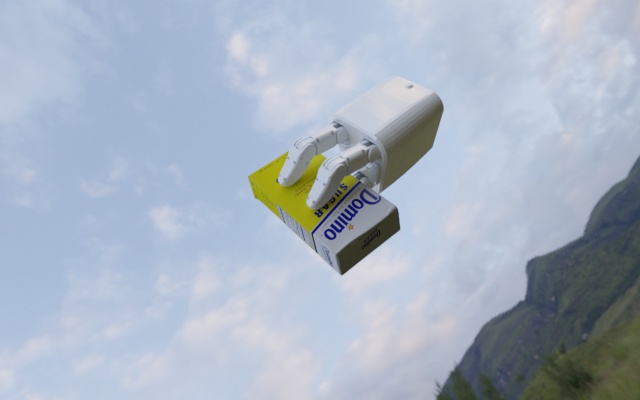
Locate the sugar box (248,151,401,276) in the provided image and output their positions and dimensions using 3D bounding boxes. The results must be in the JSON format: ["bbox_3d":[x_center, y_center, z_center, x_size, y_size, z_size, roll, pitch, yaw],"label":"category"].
[{"bbox_3d":[0.000,0.001,0.566,0.093,0.048,0.176,-36,47,-20],"label":"sugar box"}]
